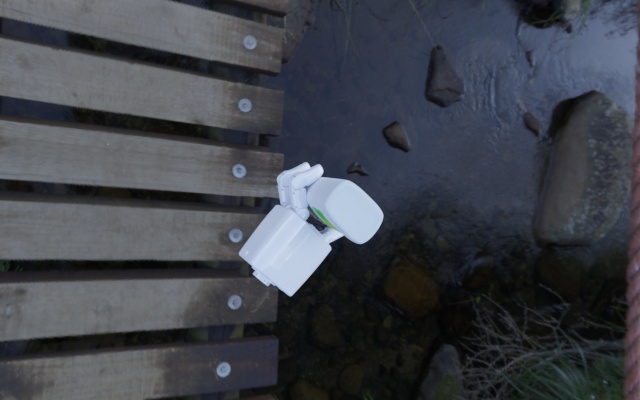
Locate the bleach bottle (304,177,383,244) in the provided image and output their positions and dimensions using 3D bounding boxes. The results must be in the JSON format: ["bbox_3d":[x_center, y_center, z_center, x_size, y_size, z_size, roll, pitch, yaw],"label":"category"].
[{"bbox_3d":[0.000,0.003,0.813,0.102,0.068,0.251,44,-12,-22],"label":"bleach bottle"}]
